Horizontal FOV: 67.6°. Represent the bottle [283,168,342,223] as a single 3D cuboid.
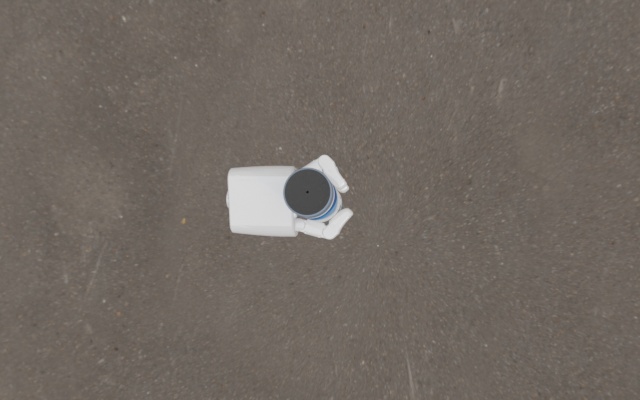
[{"bbox_3d":[0.000,0.003,0.780,0.069,0.069,0.296,0,-5,7],"label":"bottle"}]
